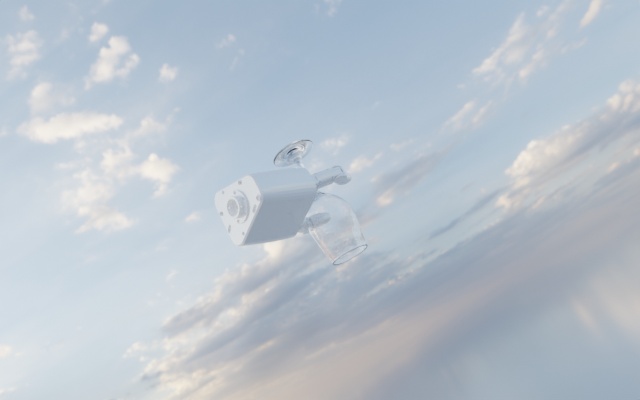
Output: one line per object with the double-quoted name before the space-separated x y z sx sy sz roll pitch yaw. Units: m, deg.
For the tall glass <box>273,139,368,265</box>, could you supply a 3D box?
"tall glass" 0.000 0.002 0.770 0.079 0.201 0.079 -26 -18 -10
